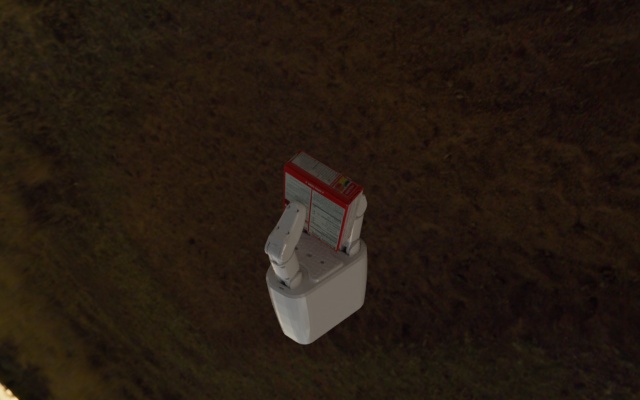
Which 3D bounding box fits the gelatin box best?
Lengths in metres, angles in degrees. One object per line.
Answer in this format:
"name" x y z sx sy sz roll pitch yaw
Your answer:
"gelatin box" 0.000 0.002 0.472 0.073 0.030 0.089 33 -31 17
